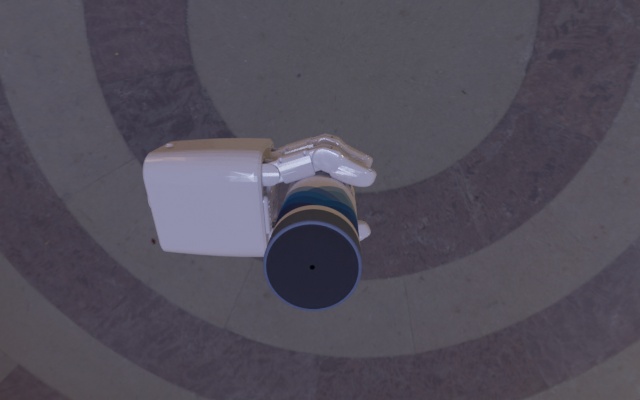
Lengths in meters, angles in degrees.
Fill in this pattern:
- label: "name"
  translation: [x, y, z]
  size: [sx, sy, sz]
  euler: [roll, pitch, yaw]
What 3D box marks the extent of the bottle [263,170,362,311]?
- label: "bottle"
  translation: [0.000, 0.002, 0.457]
  size: [0.069, 0.069, 0.295]
  euler: [0, 17, 2]
